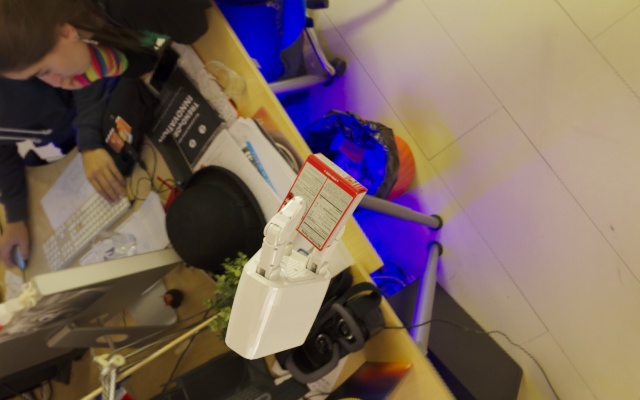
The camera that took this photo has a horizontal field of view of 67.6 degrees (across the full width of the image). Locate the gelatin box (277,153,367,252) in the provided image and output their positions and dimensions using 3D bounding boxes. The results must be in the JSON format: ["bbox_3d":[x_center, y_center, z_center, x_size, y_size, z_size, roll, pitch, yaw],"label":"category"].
[{"bbox_3d":[0.000,0.002,0.550,0.073,0.089,0.030,39,27,18],"label":"gelatin box"}]
